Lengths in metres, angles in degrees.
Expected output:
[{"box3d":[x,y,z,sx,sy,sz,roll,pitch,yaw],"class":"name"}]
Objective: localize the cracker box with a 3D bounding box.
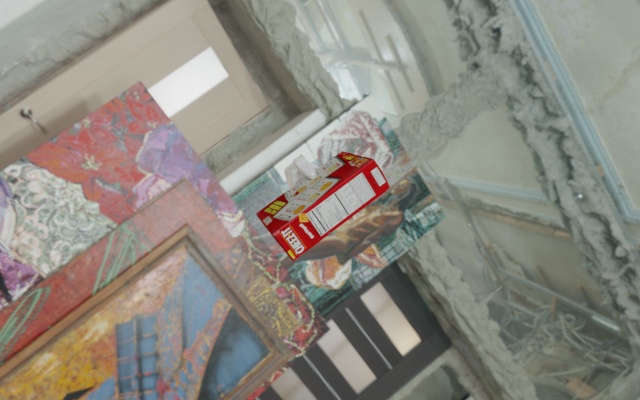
[{"box3d":[0.000,0.003,0.868,0.213,0.072,0.164,-37,19,-7],"class":"cracker box"}]
